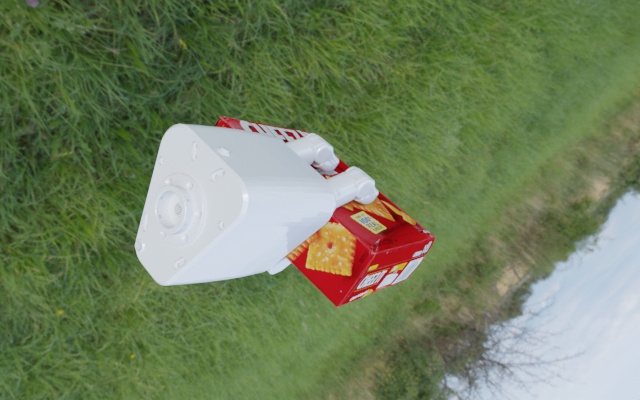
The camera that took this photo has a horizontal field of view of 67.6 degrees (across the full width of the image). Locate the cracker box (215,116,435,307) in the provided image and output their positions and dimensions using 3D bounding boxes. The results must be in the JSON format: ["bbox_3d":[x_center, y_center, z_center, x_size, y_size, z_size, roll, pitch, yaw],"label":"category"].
[{"bbox_3d":[0.000,0.002,0.502,0.213,0.072,0.164,42,21,24],"label":"cracker box"}]
